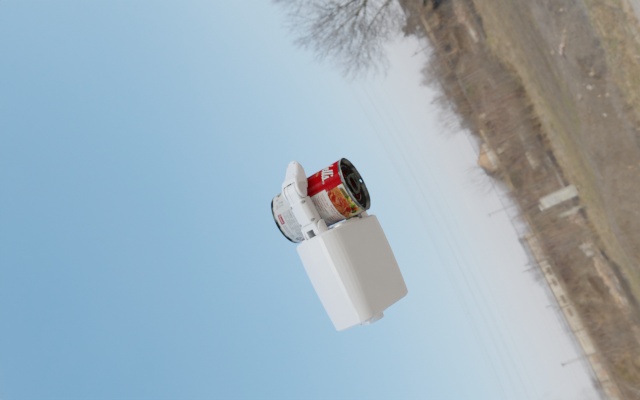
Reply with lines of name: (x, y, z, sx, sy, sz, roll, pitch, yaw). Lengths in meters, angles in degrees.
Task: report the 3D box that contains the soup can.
soup can: (0.000, 0.002, 0.575, 0.102, 0.068, 0.068, -28, -11, 22)
